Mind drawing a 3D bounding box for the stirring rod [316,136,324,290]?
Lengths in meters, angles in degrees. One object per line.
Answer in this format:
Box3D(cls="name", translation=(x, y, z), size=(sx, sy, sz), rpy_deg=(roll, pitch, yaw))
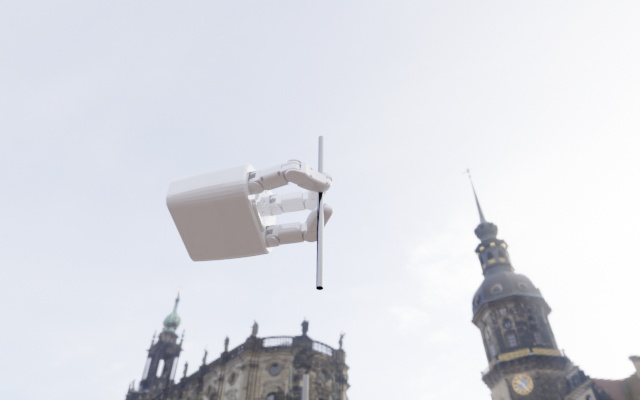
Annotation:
Box3D(cls="stirring rod", translation=(0.000, 0.002, 0.567), size=(0.011, 0.239, 0.011), rpy_deg=(0, -43, 0))
